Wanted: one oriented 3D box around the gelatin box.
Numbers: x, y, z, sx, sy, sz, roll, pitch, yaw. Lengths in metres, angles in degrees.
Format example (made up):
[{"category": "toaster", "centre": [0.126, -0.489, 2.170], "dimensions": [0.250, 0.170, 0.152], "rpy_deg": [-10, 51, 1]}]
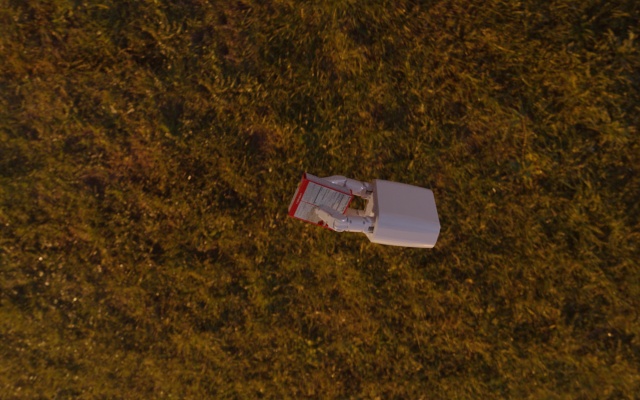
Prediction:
[{"category": "gelatin box", "centre": [0.000, 0.003, 0.795], "dimensions": [0.089, 0.073, 0.030], "rpy_deg": [18, 25, -16]}]
